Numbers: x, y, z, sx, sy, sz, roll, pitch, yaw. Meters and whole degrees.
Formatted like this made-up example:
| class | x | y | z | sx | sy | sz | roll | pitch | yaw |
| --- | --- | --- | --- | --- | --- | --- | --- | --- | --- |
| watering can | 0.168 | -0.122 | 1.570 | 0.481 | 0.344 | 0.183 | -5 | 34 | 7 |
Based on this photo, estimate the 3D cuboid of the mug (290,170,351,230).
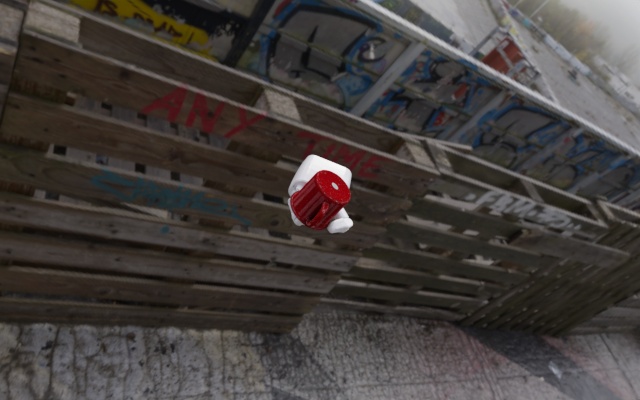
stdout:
| class | x | y | z | sx | sy | sz | roll | pitch | yaw |
| --- | --- | --- | --- | --- | --- | --- | --- | --- | --- |
| mug | 0.000 | 0.004 | 0.890 | 0.093 | 0.117 | 0.081 | 35 | -53 | -12 |
